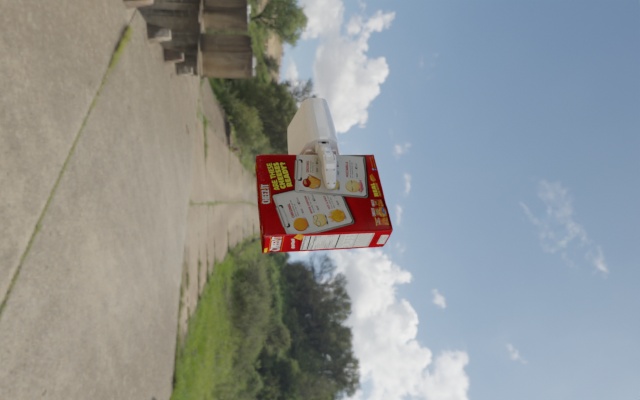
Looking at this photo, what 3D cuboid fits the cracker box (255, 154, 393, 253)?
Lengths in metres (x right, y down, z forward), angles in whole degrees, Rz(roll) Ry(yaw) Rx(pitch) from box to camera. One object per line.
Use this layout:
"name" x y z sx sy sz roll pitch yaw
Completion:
"cracker box" 0.000 0.003 0.822 0.214 0.164 0.072 -2 -34 -12
